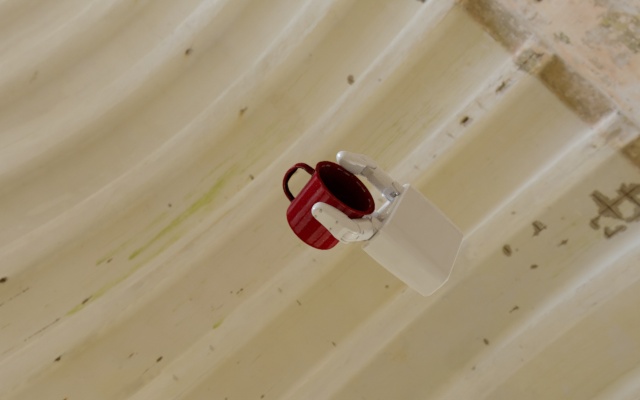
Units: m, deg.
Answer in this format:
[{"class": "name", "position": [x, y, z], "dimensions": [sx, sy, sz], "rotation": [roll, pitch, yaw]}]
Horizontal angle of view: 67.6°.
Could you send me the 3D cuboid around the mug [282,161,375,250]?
[{"class": "mug", "position": [-0.001, 0.001, 0.615], "dimensions": [0.117, 0.081, 0.093], "rotation": [40, 28, -1]}]
